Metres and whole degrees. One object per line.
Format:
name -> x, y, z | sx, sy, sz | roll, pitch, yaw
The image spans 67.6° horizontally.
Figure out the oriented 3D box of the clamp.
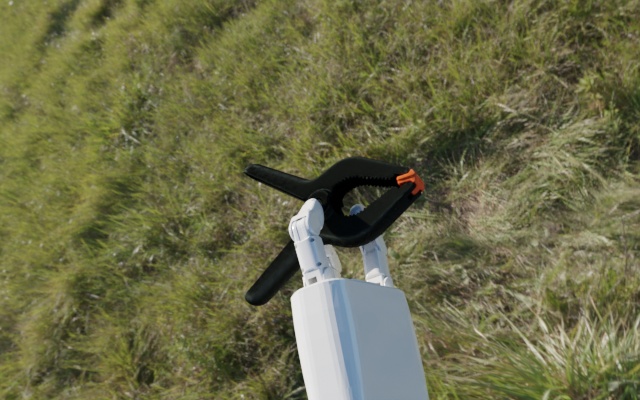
clamp -> 0.000, 0.001, 0.494 | 0.210, 0.164, 0.036 | -24, -30, 21
